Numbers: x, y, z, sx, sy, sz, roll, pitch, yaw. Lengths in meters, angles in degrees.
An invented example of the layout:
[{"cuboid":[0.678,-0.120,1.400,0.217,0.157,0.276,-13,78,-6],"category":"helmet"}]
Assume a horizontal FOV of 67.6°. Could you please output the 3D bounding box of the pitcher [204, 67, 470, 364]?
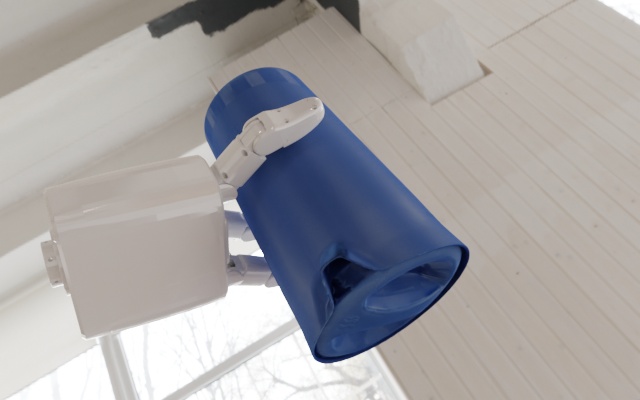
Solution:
[{"cuboid":[0.000,0.001,0.407,0.145,0.242,0.149,-16,-37,-27],"category":"pitcher"}]
